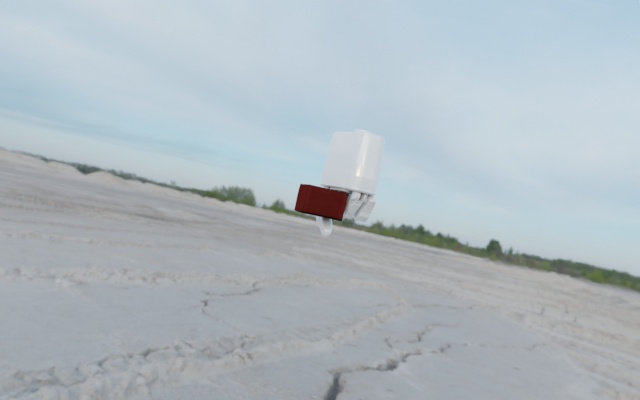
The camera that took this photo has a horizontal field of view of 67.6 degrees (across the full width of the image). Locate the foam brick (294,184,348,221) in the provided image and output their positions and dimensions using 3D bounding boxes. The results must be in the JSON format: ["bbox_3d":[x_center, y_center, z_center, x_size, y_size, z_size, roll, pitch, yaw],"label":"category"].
[{"bbox_3d":[0.000,0.003,0.852,0.078,0.051,0.053,13,0,-21],"label":"foam brick"}]
